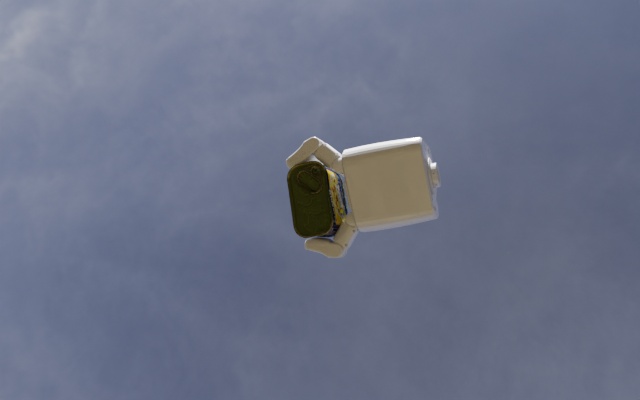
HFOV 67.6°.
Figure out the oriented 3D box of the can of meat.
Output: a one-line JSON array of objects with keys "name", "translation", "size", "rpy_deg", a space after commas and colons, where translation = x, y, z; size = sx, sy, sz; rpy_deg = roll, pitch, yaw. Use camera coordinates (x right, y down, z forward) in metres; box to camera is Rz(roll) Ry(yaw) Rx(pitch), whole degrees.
[{"name": "can of meat", "translation": [0.000, 0.002, 0.675], "size": [0.057, 0.102, 0.084], "rpy_deg": [-13, -10, 20]}]
